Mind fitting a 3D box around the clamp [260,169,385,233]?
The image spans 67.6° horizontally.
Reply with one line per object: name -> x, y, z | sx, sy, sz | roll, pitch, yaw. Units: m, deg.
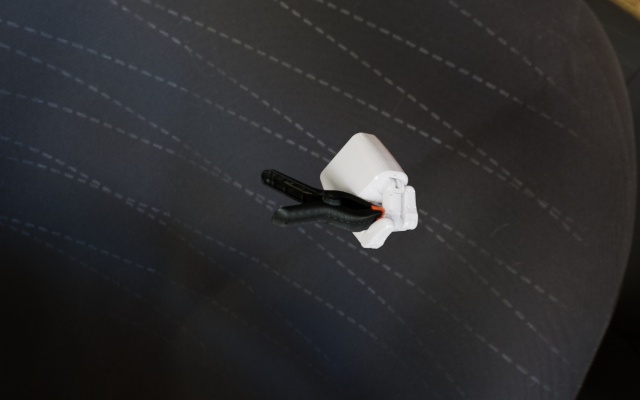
clamp -> 0.001, 0.002, 0.631 | 0.171, 0.039, 0.120 | 10, 33, -30
